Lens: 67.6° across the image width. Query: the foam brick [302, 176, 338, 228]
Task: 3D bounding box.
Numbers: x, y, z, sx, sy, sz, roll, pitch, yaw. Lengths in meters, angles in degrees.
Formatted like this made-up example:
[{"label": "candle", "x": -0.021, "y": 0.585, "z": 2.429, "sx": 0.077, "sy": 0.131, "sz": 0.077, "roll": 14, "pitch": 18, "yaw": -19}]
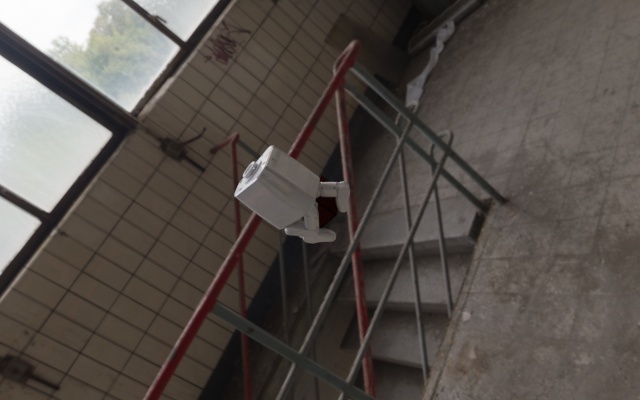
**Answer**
[{"label": "foam brick", "x": 0.000, "y": 0.003, "z": 0.896, "sx": 0.051, "sy": 0.078, "sz": 0.053, "roll": 35, "pitch": -55, "yaw": -18}]
